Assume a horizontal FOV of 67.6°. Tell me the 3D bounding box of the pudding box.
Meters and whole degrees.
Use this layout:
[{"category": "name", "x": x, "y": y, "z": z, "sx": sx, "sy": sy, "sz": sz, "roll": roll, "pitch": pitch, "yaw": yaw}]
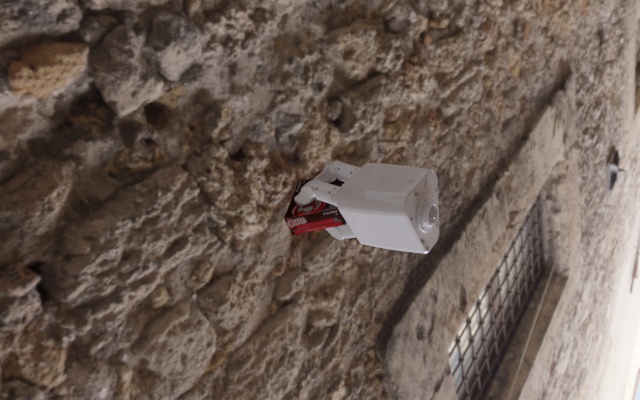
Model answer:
[{"category": "pudding box", "x": 0.000, "y": 0.003, "z": 0.745, "sx": 0.090, "sy": 0.039, "sz": 0.113, "roll": -12, "pitch": 27, "yaw": 17}]
